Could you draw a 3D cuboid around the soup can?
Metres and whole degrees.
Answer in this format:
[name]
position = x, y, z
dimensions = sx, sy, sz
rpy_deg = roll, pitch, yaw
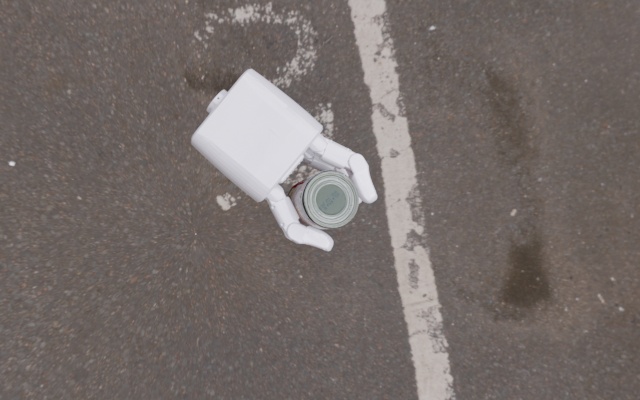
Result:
[soup can]
position = 0.000, 0.002, 0.582
dimensions = 0.068, 0.068, 0.102
rpy_deg = 0, -4, -15
